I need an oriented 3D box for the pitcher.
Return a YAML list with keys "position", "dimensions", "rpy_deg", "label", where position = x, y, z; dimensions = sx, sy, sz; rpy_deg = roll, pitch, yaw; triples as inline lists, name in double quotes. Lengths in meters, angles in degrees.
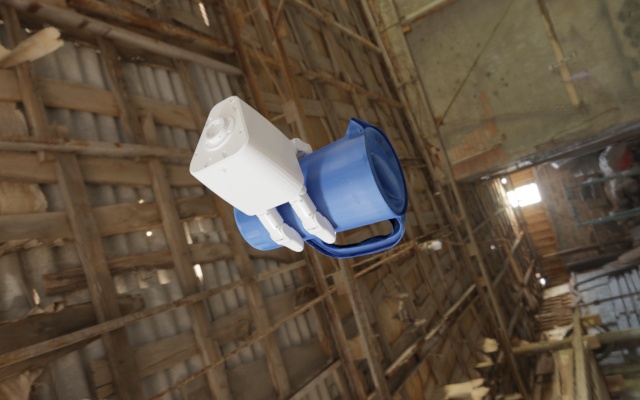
- position: [0.000, 0.002, 0.702]
  dimensions: [0.243, 0.149, 0.145]
  rpy_deg: [-20, -35, 27]
  label: "pitcher"
